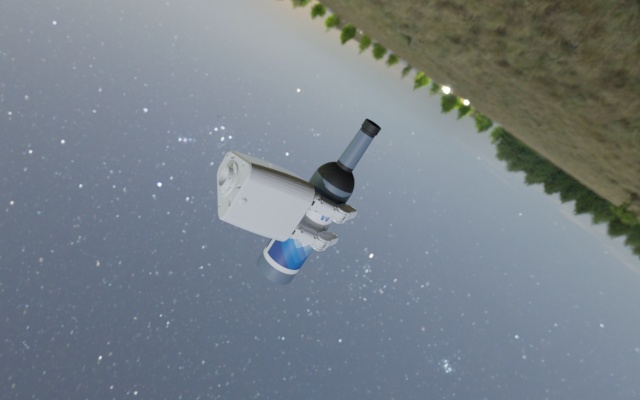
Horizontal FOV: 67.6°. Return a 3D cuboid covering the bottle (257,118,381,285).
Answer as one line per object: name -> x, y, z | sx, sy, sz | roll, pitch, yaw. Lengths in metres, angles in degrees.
bottle -> 0.000, 0.003, 0.746 | 0.069, 0.296, 0.069 | 30, 20, -12
